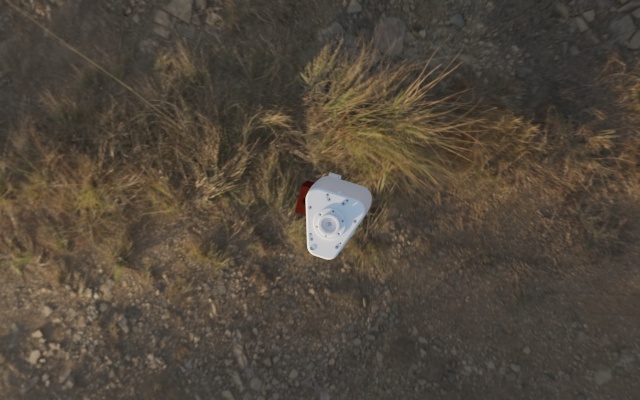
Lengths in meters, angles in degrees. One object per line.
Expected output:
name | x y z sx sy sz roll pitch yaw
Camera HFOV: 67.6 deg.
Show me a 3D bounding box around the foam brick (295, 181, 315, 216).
foam brick | 0.000 0.003 0.849 0.078 0.053 0.051 17 14 6
